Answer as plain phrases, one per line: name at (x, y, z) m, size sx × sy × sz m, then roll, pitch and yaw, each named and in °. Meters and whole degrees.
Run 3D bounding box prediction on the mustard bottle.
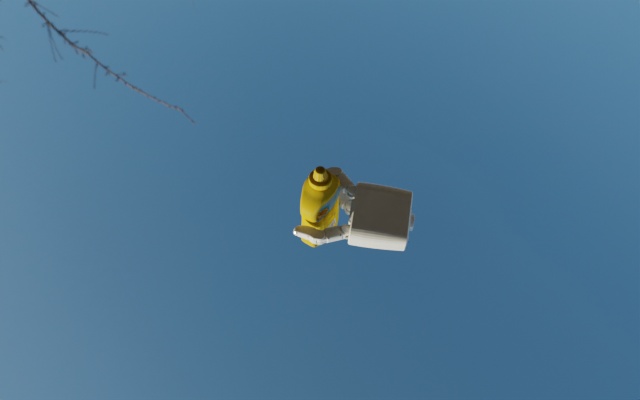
mustard bottle at (0.000, 0.003, 0.885) m, size 0.058 × 0.096 × 0.192 m, roll 30°, pitch -29°, yaw 18°
